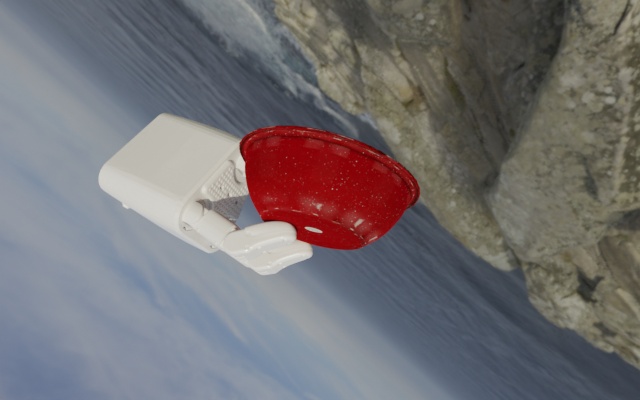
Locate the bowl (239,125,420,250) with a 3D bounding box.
[{"bbox_3d":[0.001,0.002,0.408,0.162,0.055,0.162,14,-19,5],"label":"bowl"}]
